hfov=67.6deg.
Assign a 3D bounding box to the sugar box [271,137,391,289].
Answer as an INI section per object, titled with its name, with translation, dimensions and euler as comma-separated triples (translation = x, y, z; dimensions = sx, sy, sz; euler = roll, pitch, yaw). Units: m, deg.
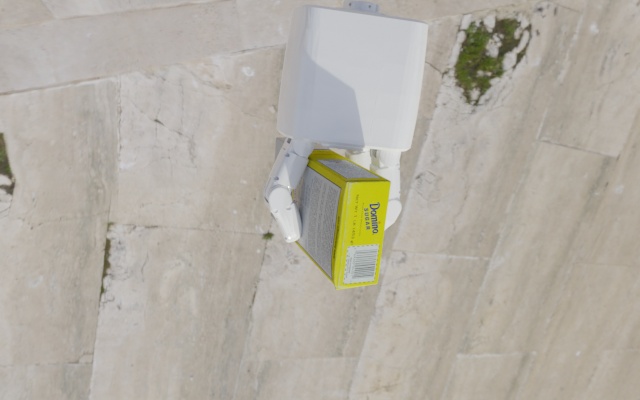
[sugar box]
translation = 0.001, 0.001, 0.450
dimensions = 0.048, 0.093, 0.176
euler = -1, 19, -21
